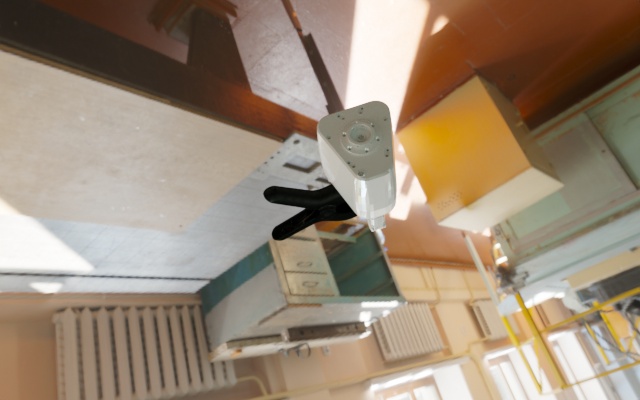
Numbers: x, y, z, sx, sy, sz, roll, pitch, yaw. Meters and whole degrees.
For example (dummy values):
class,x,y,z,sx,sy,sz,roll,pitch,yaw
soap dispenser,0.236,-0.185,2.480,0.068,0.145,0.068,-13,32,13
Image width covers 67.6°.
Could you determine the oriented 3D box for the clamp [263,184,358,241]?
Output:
class,x,y,z,sx,sy,sz,roll,pitch,yaw
clamp,0.000,0.003,0.678,0.171,0.039,0.120,-19,-28,-1
